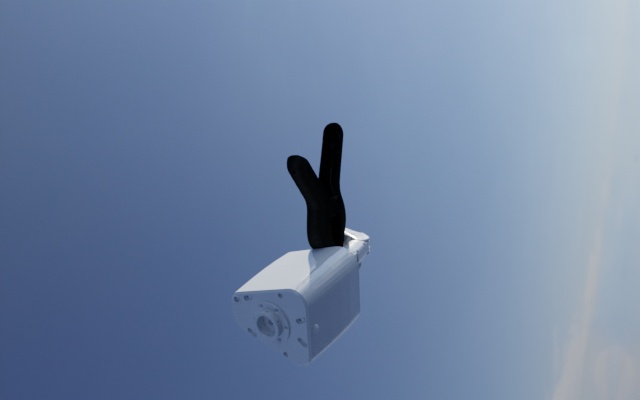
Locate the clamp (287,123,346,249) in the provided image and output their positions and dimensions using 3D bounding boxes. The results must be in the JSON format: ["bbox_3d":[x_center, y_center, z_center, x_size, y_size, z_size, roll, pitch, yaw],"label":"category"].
[{"bbox_3d":[0.000,0.002,0.566,0.039,0.171,0.120,5,20,31],"label":"clamp"}]
